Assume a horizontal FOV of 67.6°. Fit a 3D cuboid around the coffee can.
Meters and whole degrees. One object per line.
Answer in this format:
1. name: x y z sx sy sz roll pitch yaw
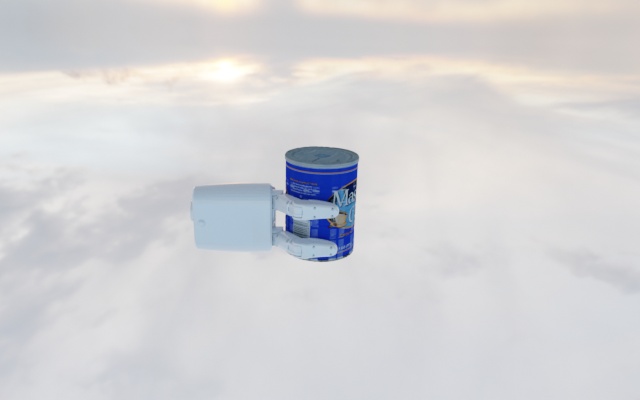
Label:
1. coffee can: 0.000 0.002 0.679 0.103 0.140 0.102 2 19 -1
